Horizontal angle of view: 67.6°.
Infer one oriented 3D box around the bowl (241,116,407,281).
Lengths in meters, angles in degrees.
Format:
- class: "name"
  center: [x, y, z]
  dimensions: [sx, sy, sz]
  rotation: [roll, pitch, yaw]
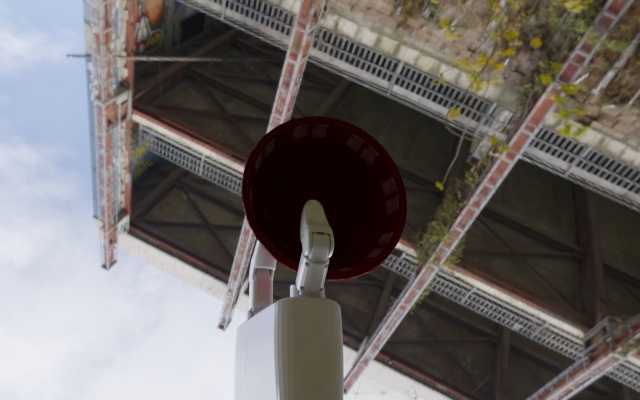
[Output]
- class: "bowl"
  center: [0.000, 0.000, 0.467]
  dimensions: [0.162, 0.162, 0.055]
  rotation: [0, -18, -18]
